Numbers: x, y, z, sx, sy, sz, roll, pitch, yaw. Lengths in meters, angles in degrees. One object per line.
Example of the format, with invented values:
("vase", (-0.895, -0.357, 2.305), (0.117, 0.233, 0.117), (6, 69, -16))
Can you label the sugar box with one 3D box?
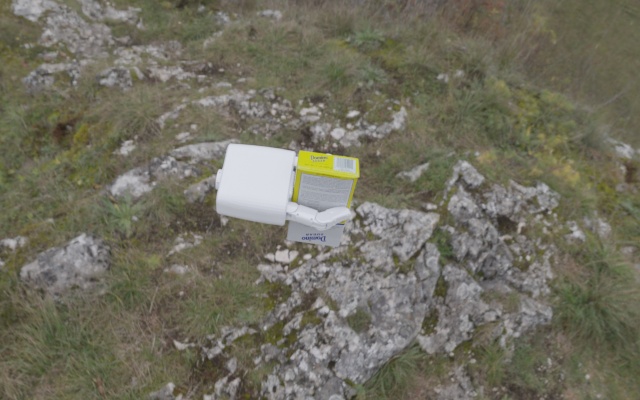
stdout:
("sugar box", (0.000, 0.002, 0.765), (0.093, 0.048, 0.176), (8, -40, -4))
